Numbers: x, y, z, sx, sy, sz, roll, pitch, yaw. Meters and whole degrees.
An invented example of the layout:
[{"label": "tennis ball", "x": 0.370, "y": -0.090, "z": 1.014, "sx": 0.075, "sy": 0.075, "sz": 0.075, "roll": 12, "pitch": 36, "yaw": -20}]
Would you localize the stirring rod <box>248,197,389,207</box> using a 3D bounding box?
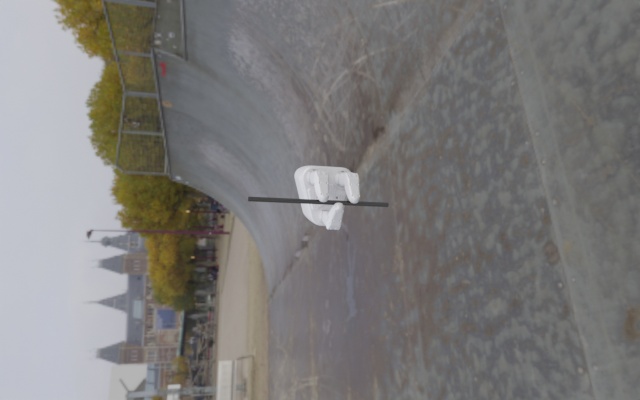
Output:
[{"label": "stirring rod", "x": 0.000, "y": 0.003, "z": 0.802, "sx": 0.239, "sy": 0.011, "sz": 0.011, "roll": 2, "pitch": -1, "yaw": -13}]
